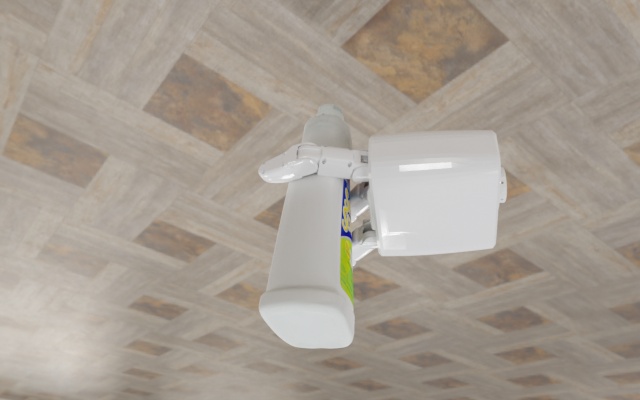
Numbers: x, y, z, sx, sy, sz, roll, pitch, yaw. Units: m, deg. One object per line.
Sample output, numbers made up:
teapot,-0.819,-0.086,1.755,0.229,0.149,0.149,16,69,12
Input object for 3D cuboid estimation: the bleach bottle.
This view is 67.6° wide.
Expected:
bleach bottle,0.000,0.002,0.451,0.068,0.250,0.103,-4,-35,12
